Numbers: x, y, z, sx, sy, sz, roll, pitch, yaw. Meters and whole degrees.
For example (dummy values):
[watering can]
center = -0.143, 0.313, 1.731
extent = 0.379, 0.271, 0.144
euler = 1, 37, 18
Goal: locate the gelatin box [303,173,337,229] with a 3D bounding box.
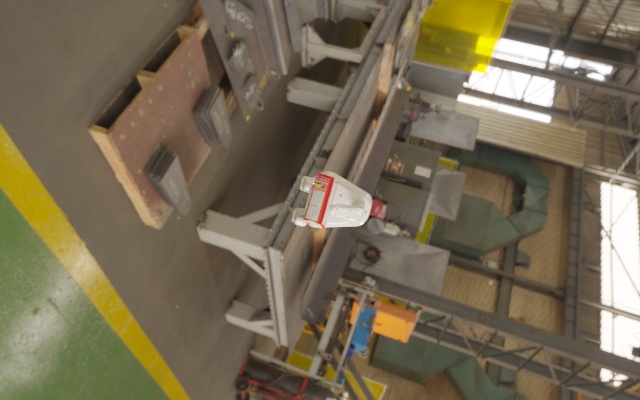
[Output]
[gelatin box]
center = 0.001, 0.002, 0.732
extent = 0.030, 0.073, 0.089
euler = 16, -6, 5
